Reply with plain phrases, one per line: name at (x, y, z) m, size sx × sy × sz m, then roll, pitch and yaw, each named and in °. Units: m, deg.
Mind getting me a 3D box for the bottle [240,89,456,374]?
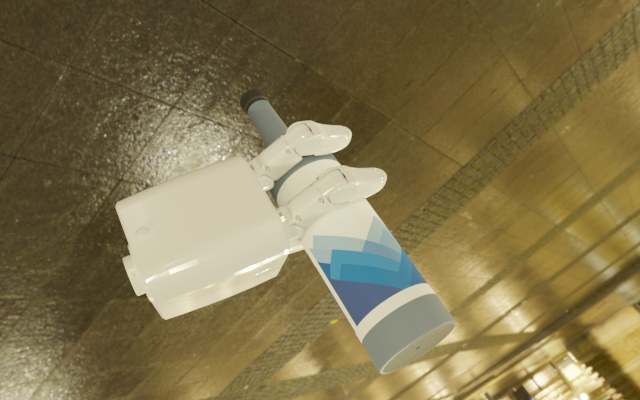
bottle at (0.000, 0.002, 0.418) m, size 0.069 × 0.295 × 0.069 m, roll -24°, pitch -31°, yaw -16°
